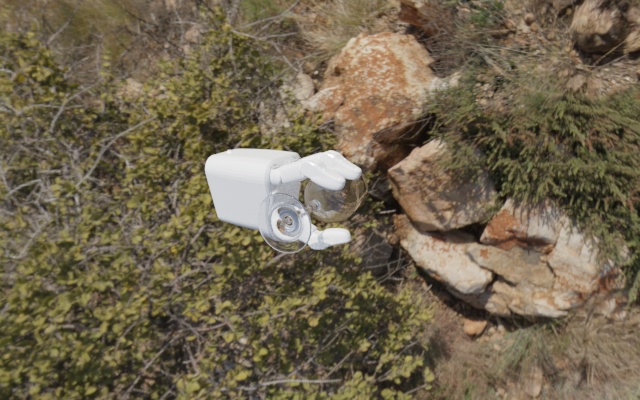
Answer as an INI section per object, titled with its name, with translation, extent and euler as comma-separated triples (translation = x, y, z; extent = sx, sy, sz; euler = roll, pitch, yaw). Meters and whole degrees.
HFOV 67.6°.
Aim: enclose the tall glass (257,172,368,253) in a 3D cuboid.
[tall glass]
translation = 0.000, 0.002, 0.647
extent = 0.079, 0.079, 0.201
euler = 0, 15, 28
